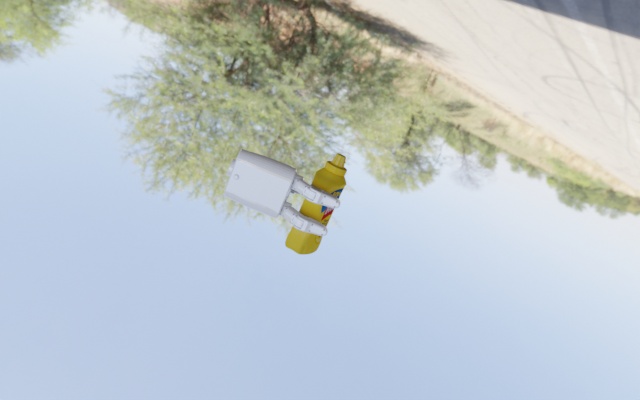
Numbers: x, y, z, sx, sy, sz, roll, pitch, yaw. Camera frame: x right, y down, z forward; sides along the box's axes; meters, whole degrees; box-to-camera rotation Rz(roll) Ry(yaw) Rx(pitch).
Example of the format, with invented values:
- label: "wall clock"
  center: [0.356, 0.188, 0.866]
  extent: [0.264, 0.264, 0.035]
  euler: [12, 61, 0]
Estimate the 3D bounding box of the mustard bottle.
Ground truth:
- label: "mustard bottle"
  center: [0.000, 0.003, 0.880]
  extent: [0.058, 0.192, 0.096]
  euler: [28, 16, 18]
